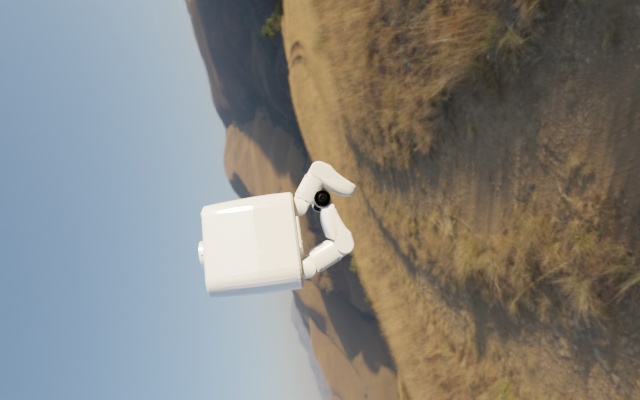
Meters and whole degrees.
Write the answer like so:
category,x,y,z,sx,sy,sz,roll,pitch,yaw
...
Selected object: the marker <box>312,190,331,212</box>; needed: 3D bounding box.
category,x,y,z,sx,sy,sz,roll,pitch,yaw
marker,0.000,0.002,0.585,0.020,0.020,0.121,0,-4,-2
